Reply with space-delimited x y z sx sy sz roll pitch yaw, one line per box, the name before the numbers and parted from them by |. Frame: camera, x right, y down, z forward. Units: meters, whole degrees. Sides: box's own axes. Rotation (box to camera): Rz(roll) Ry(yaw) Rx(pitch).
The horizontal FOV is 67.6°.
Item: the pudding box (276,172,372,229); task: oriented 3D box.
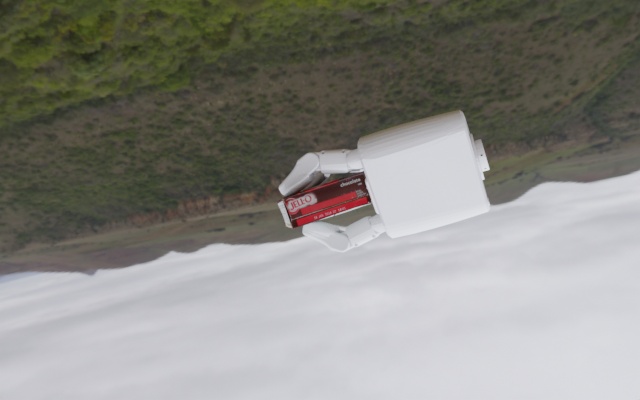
pudding box | 0.000 0.002 0.538 0.090 0.039 0.113 -17 -2 -9
